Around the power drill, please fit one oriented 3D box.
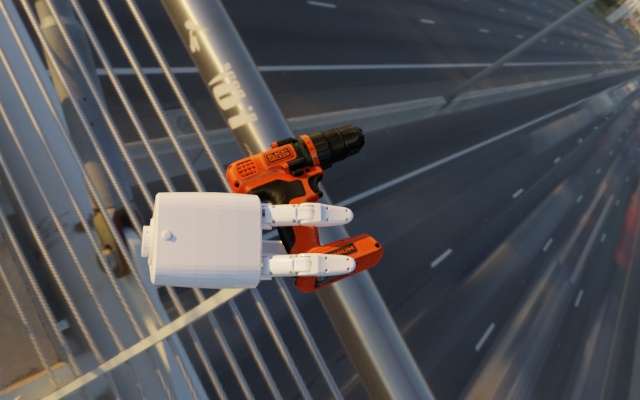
[{"bbox_3d":[0.000,0.002,0.576,0.184,0.187,0.057,-22,-27,-11],"label":"power drill"}]
